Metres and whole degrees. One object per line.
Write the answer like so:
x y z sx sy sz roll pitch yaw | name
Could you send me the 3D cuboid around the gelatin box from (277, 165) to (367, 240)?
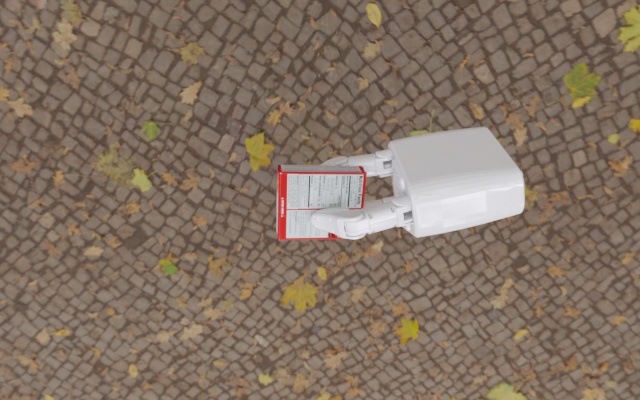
0.000 0.002 0.488 0.089 0.073 0.030 -1 21 -9 | gelatin box
